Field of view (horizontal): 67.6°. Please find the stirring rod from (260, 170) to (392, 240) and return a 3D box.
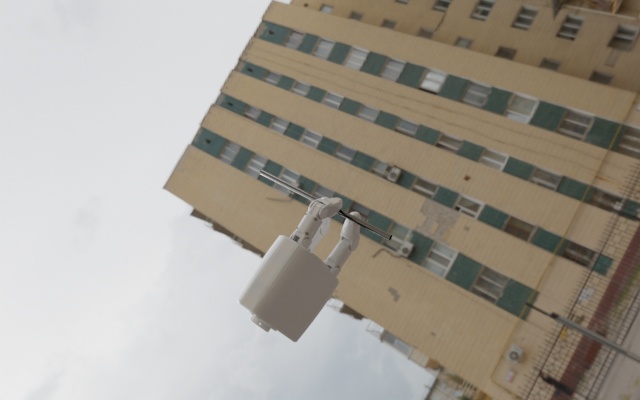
[{"bbox_3d":[0.000,0.002,0.695,0.239,0.011,0.011,27,14,29],"label":"stirring rod"}]
